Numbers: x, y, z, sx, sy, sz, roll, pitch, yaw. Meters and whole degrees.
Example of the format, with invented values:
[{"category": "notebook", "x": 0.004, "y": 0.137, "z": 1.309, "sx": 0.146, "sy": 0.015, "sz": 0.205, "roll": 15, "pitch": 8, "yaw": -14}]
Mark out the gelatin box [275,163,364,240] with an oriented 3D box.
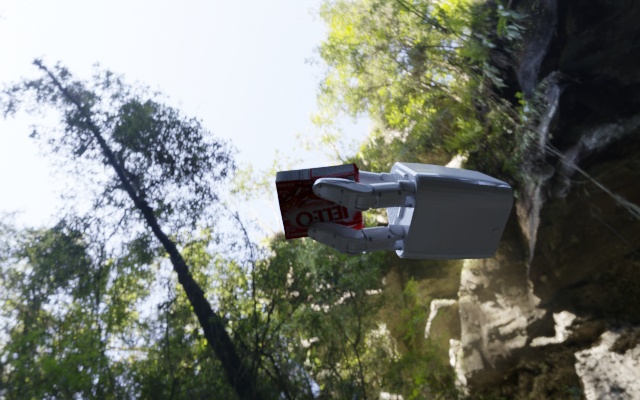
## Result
[{"category": "gelatin box", "x": 0.000, "y": 0.001, "z": 0.518, "sx": 0.089, "sy": 0.073, "sz": 0.030, "roll": -6, "pitch": 30, "yaw": 3}]
